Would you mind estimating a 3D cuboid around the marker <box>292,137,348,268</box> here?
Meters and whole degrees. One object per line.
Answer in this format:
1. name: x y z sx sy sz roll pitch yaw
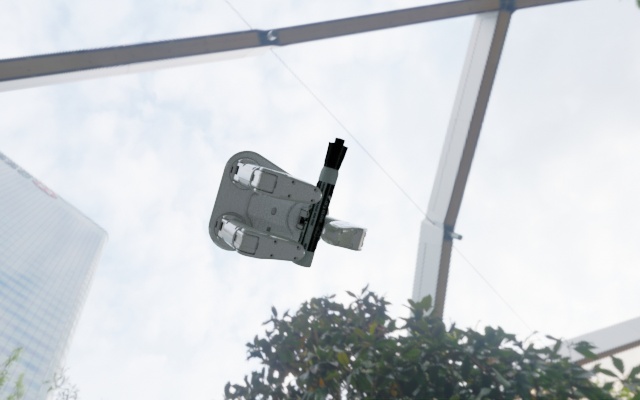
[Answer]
1. marker: 0.000 0.001 0.436 0.020 0.121 0.020 17 2 -1
